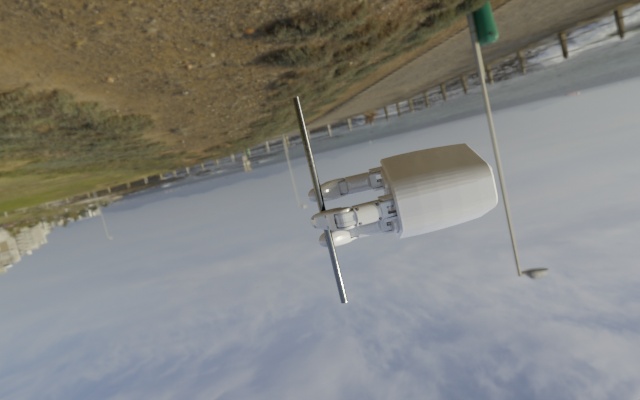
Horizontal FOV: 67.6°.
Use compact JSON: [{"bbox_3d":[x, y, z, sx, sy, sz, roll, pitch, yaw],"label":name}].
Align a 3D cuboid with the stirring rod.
[{"bbox_3d":[0.000,0.002,0.544,0.011,0.239,0.011,-13,6,1],"label":"stirring rod"}]
